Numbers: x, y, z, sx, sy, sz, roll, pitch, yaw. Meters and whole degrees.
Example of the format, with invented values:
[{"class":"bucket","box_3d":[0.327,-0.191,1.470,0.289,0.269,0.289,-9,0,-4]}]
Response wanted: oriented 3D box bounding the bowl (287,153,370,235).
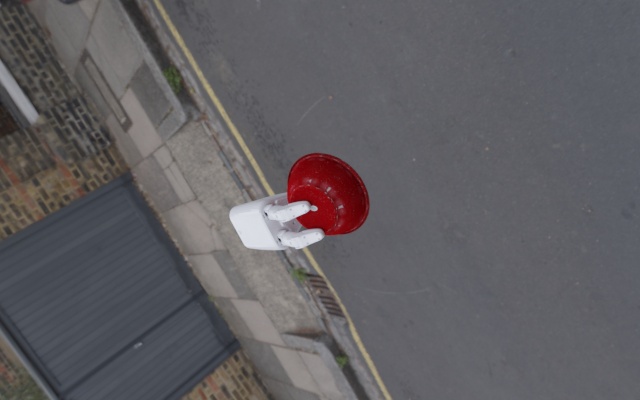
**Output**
[{"class":"bowl","box_3d":[0.001,0.002,0.817,0.162,0.162,0.055,0,28,32]}]
